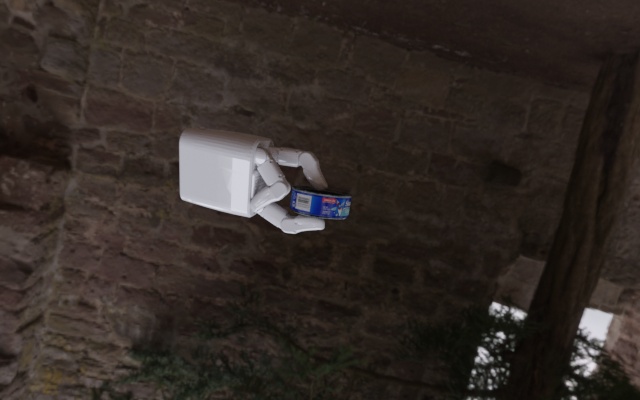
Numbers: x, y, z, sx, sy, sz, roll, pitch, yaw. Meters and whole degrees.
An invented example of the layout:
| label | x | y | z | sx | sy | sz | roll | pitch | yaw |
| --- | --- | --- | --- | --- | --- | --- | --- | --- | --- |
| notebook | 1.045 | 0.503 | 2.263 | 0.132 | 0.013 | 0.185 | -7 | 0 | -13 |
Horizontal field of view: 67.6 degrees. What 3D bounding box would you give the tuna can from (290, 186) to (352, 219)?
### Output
| label | x | y | z | sx | sy | sz | roll | pitch | yaw |
| --- | --- | --- | --- | --- | --- | --- | --- | --- | --- |
| tuna can | 0.000 | 0.003 | 0.678 | 0.086 | 0.034 | 0.086 | 8 | 6 | -1 |
